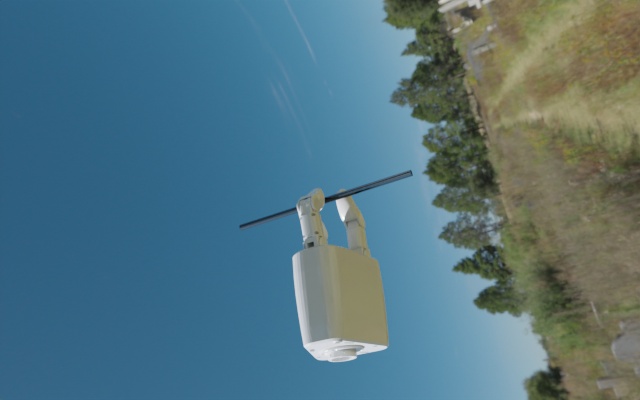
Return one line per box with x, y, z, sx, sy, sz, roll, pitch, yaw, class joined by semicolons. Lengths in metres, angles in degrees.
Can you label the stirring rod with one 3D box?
0.000;0.002;0.605;0.239;0.011;0.011;-18;-6;20;stirring rod
